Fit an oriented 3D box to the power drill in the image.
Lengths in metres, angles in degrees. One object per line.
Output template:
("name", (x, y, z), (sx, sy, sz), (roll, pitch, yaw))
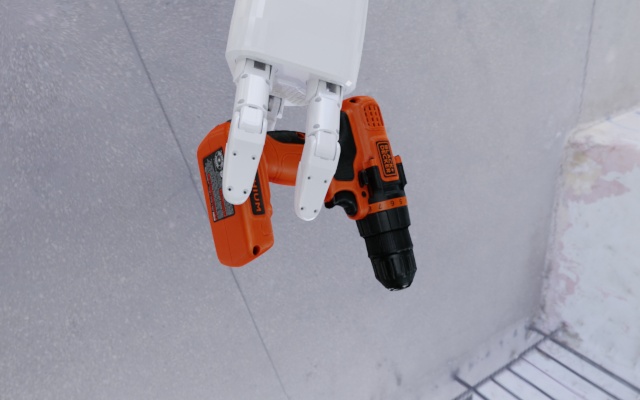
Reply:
("power drill", (0.000, 0.001, 0.404), (0.187, 0.184, 0.057), (-9, -8, -41))
